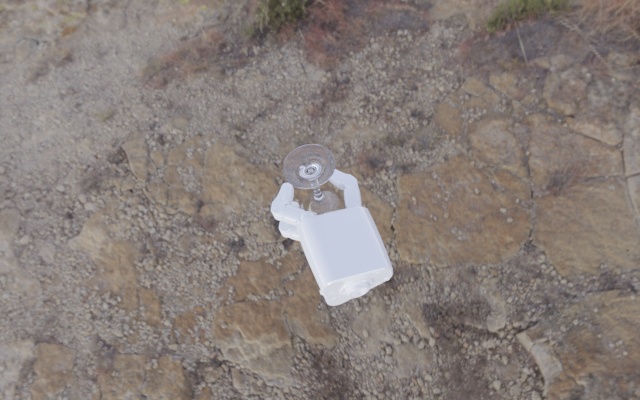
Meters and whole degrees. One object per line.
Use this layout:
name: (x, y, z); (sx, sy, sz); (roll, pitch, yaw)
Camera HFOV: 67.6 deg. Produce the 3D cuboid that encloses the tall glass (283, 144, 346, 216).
tall glass: (0.000, 0.002, 0.743); (0.079, 0.079, 0.201); (0, -30, 11)
